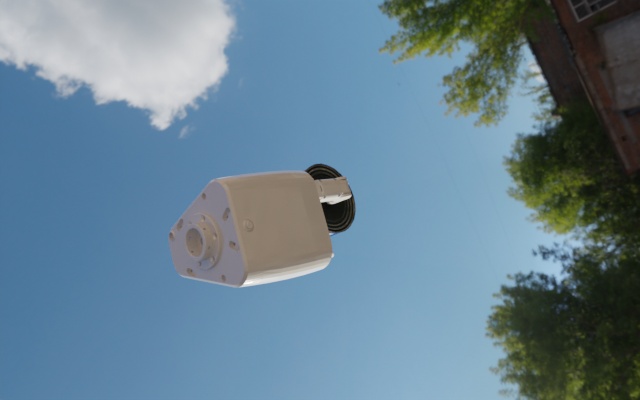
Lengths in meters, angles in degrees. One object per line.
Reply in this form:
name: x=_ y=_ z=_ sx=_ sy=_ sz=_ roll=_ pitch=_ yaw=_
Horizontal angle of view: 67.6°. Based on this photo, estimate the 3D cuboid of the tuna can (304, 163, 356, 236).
tuna can: x=0.000 y=0.002 z=0.567 sx=0.086 sy=0.086 sz=0.034 roll=0 pitch=-19 yaw=-45
